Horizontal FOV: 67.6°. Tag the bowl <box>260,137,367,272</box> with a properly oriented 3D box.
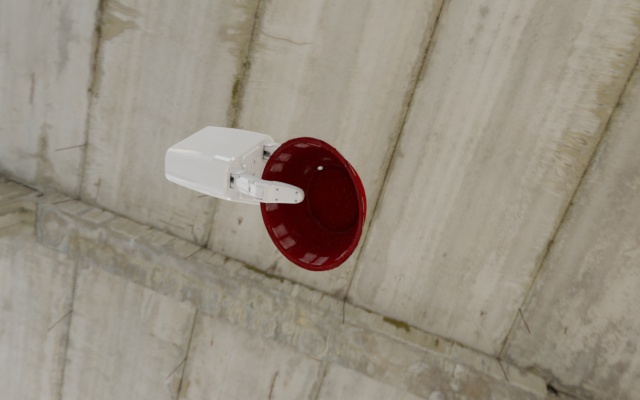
[{"bbox_3d":[0.001,0.003,0.584,0.162,0.162,0.055,0,9,40],"label":"bowl"}]
